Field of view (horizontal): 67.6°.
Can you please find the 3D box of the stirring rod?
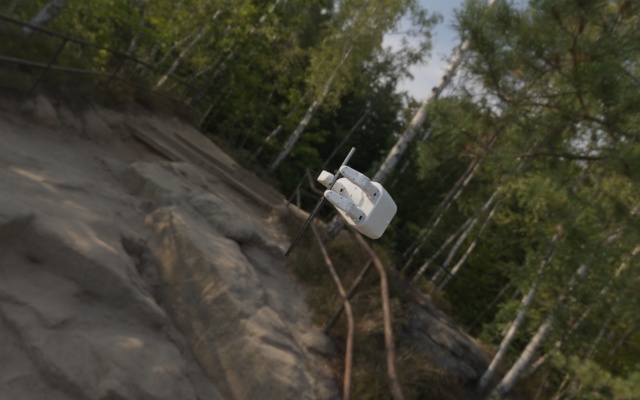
[{"bbox_3d":[0.000,0.003,0.896,0.011,0.239,0.011,32,-4,2],"label":"stirring rod"}]
